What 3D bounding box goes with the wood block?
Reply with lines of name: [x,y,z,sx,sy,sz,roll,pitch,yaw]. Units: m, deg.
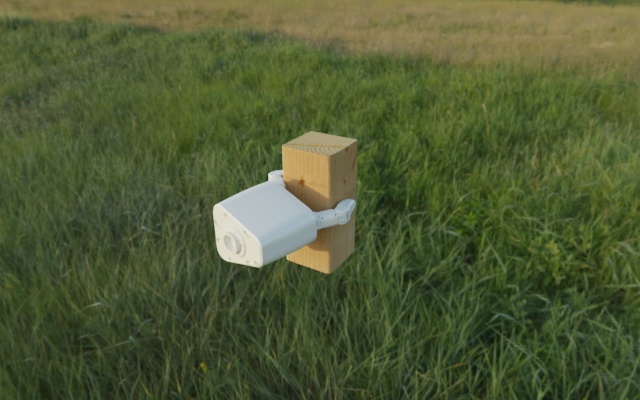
wood block: [0.000,0.003,0.788,0.091,0.206,0.090,15,30,28]
